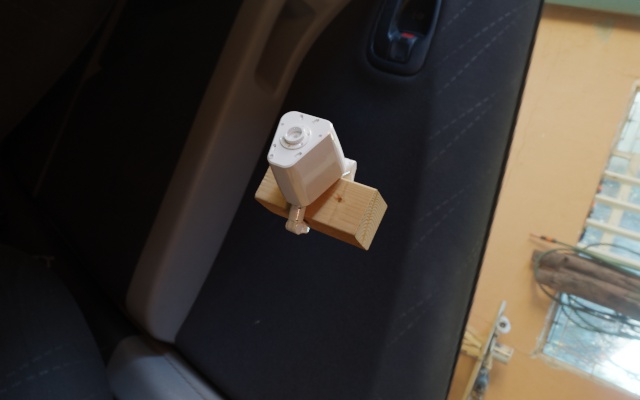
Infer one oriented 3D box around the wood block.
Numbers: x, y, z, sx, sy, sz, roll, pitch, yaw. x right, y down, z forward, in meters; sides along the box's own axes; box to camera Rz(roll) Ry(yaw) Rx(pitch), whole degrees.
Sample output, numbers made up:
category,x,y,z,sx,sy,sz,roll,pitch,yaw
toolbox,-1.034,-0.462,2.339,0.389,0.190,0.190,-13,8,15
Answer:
category,x,y,z,sx,sy,sz,roll,pitch,yaw
wood block,0.000,0.003,0.854,0.206,0.091,0.090,21,-12,26
